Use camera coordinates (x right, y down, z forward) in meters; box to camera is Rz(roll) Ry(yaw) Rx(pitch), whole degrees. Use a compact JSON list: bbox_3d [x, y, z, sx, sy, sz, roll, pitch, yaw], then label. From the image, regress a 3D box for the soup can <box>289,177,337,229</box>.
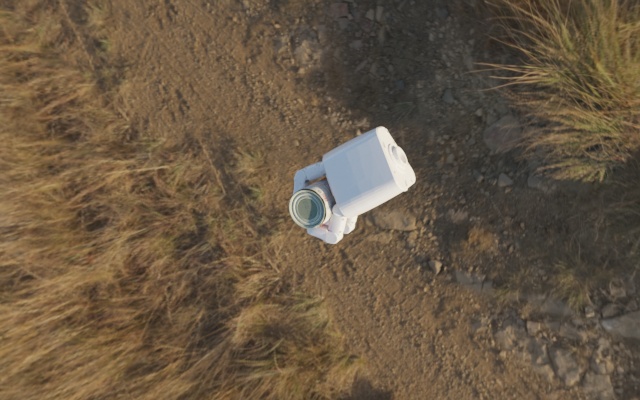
[{"bbox_3d":[0.000,0.003,0.795,0.068,0.068,0.102,0,14,26],"label":"soup can"}]
